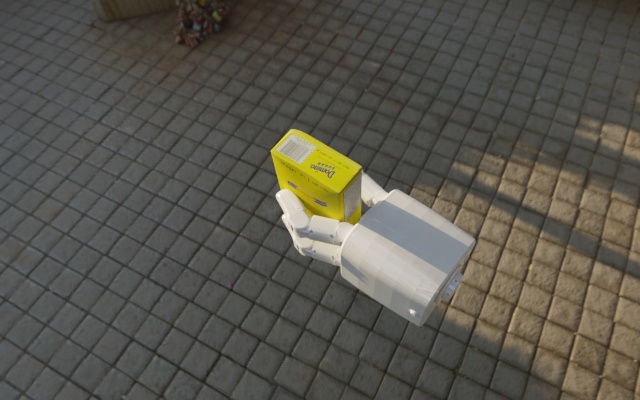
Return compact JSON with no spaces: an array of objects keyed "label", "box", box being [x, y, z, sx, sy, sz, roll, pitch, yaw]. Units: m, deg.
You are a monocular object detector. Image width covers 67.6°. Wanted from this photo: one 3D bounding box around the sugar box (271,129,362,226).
[{"label":"sugar box","box":[0.000,0.002,0.559,0.093,0.048,0.176,33,-25,21]}]
